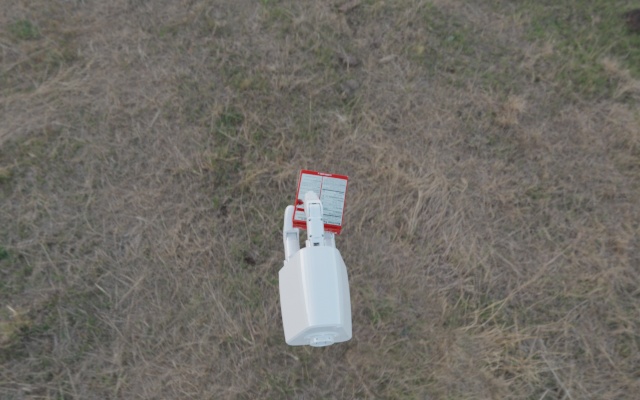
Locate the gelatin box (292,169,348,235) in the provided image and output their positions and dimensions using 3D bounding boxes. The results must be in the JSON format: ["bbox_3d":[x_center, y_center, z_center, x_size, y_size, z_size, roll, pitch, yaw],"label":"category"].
[{"bbox_3d":[0.000,0.002,0.712,0.073,0.089,0.030,8,-25,1],"label":"gelatin box"}]
